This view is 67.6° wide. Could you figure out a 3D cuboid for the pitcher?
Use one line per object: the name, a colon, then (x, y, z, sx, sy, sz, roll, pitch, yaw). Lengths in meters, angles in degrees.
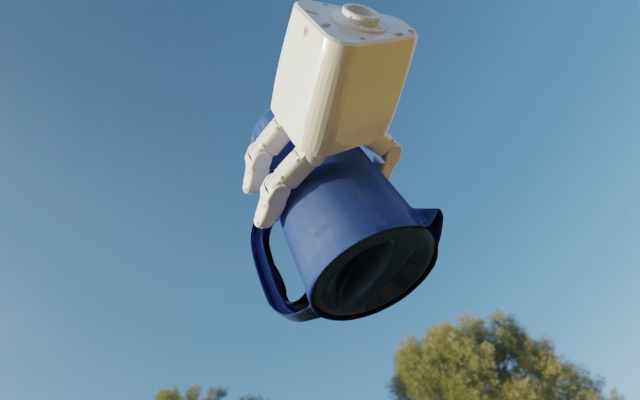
pitcher: (0.000, 0.002, 0.514, 0.149, 0.145, 0.242, -5, 43, -26)
